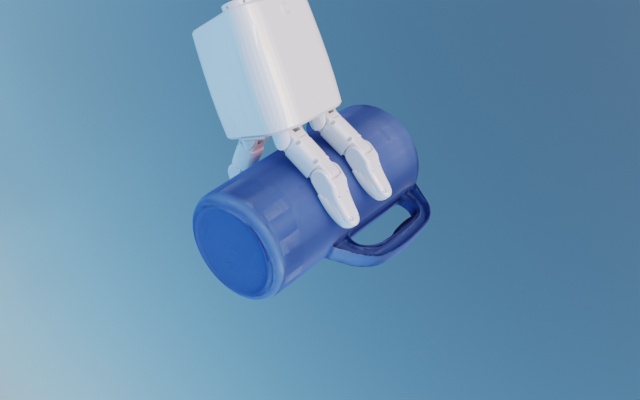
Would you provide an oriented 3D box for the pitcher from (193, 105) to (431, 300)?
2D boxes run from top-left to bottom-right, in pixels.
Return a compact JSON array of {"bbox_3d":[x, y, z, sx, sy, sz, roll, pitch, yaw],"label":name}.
[{"bbox_3d":[0.000,0.001,0.493,0.149,0.145,0.242,-2,23,40],"label":"pitcher"}]
